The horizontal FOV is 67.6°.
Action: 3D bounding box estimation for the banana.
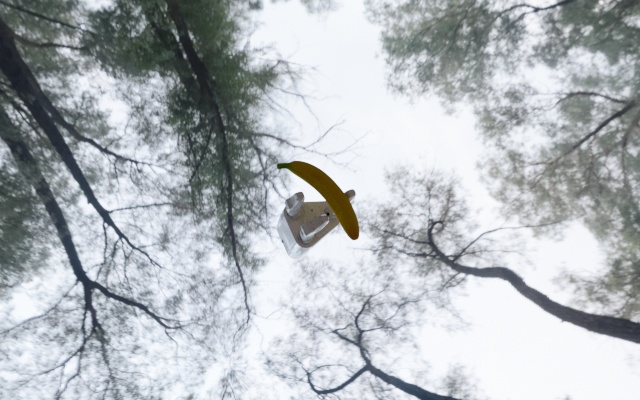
[{"bbox_3d":[0.009,-0.011,0.879,0.069,0.198,0.037,-46,-2,-32],"label":"banana"}]
